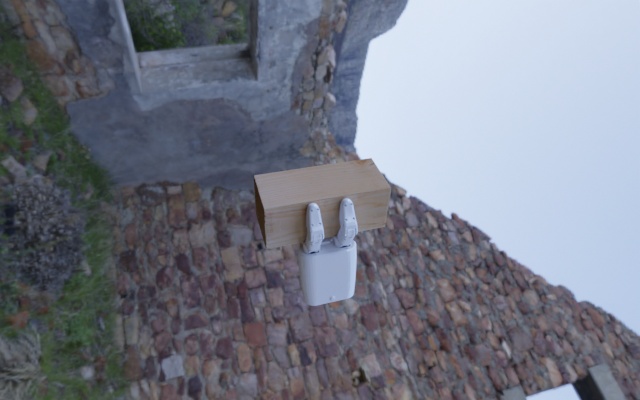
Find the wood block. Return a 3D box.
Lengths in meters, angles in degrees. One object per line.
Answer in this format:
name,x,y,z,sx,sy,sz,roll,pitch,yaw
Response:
wood block,0.000,0.003,0.795,0.206,0.090,0.090,-10,41,-14
